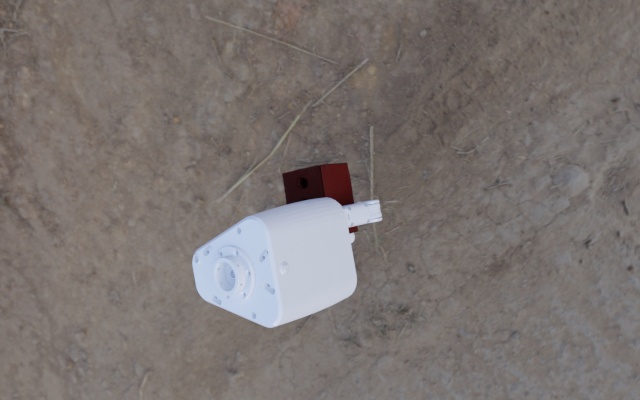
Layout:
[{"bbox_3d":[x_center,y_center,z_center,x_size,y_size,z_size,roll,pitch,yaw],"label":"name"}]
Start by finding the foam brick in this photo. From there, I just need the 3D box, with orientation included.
[{"bbox_3d":[0.000,0.001,0.507,0.053,0.078,0.051,-9,0,40],"label":"foam brick"}]
